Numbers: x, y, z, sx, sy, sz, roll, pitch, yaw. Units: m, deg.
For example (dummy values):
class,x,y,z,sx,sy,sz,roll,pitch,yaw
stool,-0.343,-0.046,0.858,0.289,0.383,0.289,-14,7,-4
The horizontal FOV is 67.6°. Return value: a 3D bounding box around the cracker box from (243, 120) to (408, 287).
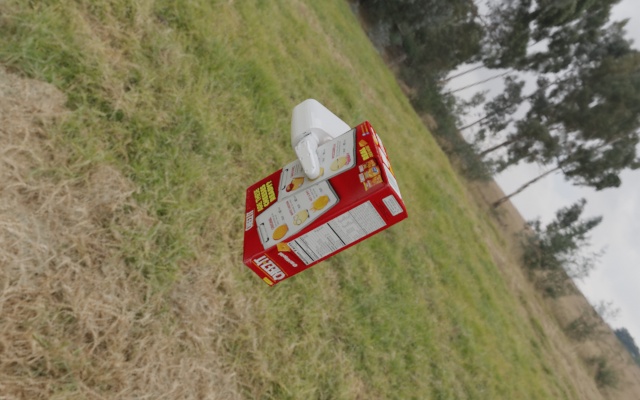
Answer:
class,x,y,z,sx,sy,sz,roll,pitch,yaw
cracker box,0.000,0.002,0.659,0.214,0.072,0.164,-29,35,15
